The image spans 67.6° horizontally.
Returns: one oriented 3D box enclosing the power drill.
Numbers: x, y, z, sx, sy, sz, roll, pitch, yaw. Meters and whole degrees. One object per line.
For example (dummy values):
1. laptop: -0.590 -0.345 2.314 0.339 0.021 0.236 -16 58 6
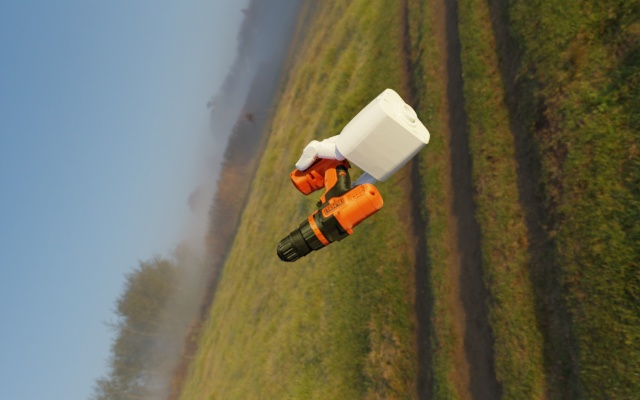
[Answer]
1. power drill: 0.000 0.002 0.787 0.184 0.057 0.187 -31 35 9
